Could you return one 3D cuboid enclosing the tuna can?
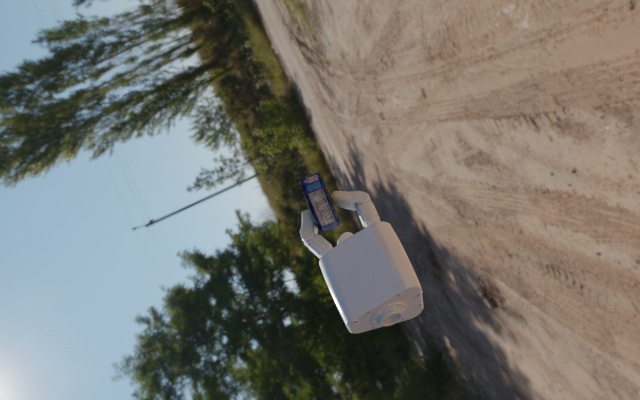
[{"bbox_3d":[0.000,0.002,0.704,0.034,0.086,0.086,-22,-1,2],"label":"tuna can"}]
